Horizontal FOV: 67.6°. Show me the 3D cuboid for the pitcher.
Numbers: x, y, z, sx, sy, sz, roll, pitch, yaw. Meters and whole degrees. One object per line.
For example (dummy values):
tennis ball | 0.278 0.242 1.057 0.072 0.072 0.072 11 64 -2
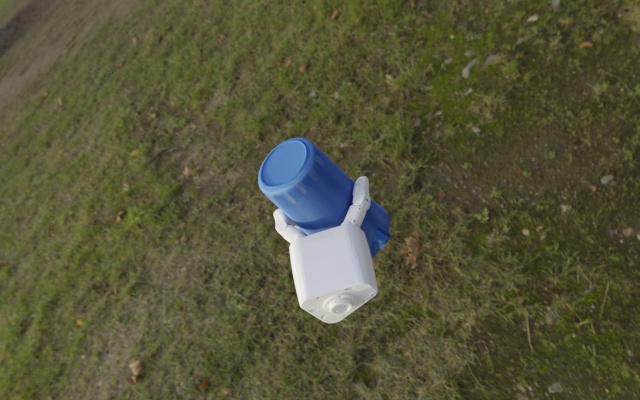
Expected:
pitcher | 0.000 0.003 0.816 0.149 0.145 0.243 -28 -45 19
